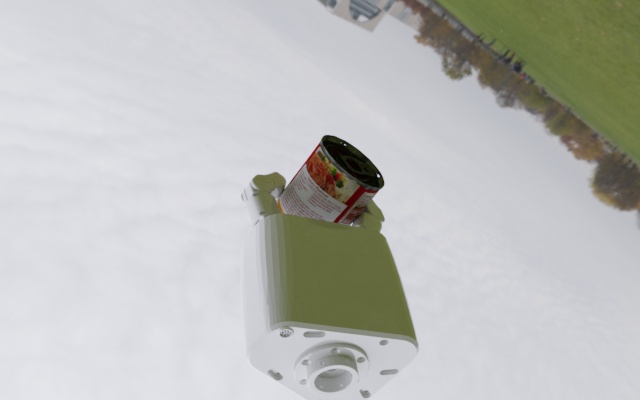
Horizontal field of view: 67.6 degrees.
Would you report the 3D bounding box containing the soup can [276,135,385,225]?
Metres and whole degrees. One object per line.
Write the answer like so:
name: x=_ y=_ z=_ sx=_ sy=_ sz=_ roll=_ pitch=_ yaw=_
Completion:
soup can: x=0.000 y=0.001 z=0.432 sx=0.068 sy=0.102 sz=0.068 roll=31 pitch=26 yaw=-17
